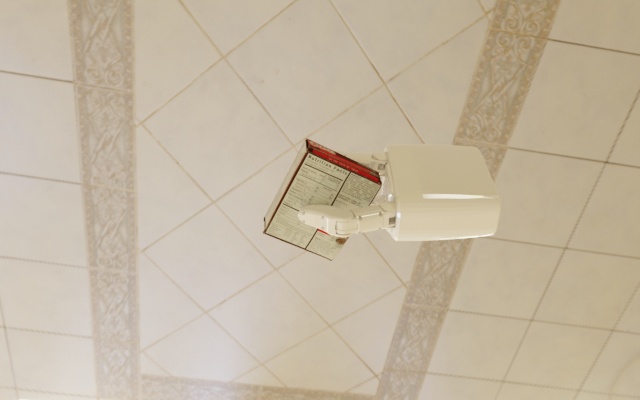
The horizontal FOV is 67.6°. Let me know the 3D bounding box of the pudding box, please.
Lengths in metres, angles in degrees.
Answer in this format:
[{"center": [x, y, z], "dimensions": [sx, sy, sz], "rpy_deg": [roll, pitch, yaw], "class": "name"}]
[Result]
[{"center": [0.000, 0.002, 0.517], "dimensions": [0.090, 0.113, 0.039], "rpy_deg": [24, 23, -14], "class": "pudding box"}]
